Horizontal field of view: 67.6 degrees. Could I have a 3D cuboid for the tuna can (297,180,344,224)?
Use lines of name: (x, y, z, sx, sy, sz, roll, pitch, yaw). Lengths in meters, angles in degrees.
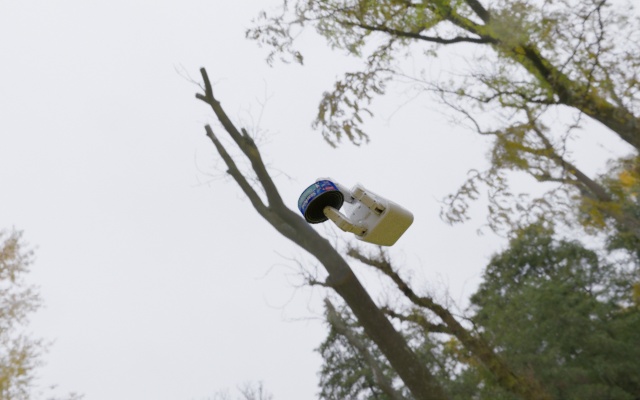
tuna can: (0.000, 0.003, 0.896, 0.086, 0.086, 0.033, 0, 41, -41)
